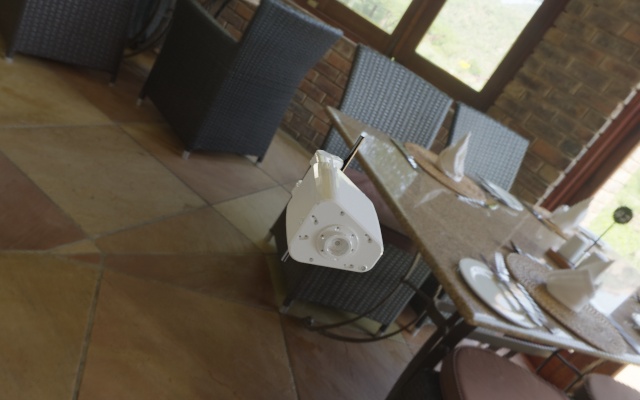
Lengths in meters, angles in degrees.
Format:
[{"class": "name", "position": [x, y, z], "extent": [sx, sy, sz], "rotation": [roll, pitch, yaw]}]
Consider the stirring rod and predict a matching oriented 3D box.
[{"class": "stirring rod", "position": [0.000, 0.003, 0.730], "extent": [0.011, 0.240, 0.011], "rotation": [28, 22, -12]}]
